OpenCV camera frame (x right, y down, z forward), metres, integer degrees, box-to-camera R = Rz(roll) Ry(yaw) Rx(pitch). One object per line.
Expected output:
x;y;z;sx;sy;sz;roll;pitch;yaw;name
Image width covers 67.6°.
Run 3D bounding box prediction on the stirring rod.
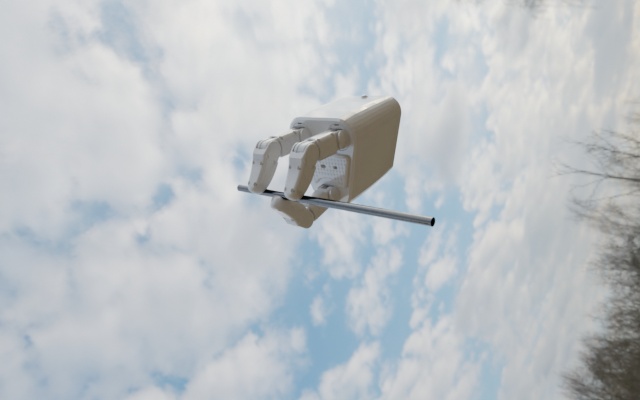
0.000;0.002;0.465;0.239;0.011;0.011;10;6;39;stirring rod
